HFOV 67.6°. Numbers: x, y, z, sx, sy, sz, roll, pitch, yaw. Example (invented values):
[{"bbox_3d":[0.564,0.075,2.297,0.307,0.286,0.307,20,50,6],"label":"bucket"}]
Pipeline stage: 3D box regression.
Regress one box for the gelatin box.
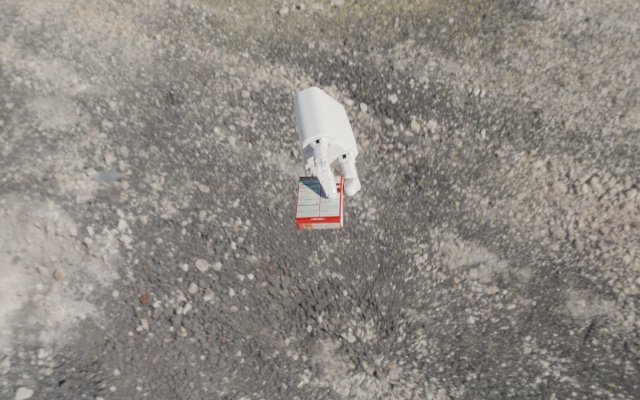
[{"bbox_3d":[0.000,0.003,0.775,0.073,0.089,0.030,-2,-33,9],"label":"gelatin box"}]
